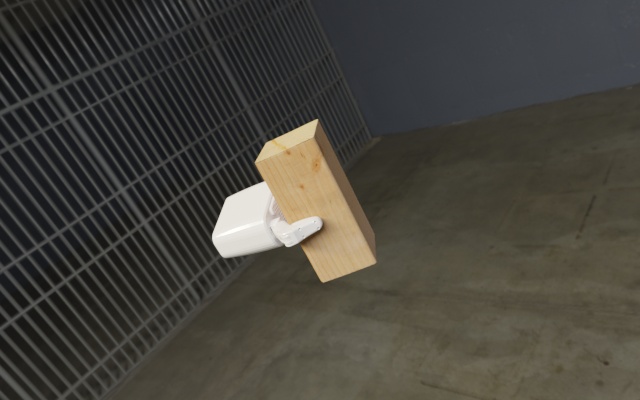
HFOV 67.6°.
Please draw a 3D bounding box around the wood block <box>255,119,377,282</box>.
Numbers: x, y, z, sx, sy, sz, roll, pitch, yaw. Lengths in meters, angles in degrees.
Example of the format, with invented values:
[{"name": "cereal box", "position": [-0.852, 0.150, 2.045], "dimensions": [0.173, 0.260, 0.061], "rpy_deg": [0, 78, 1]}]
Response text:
[{"name": "wood block", "position": [0.000, 0.002, 0.693], "dimensions": [0.090, 0.206, 0.090], "rpy_deg": [-22, 21, 14]}]
